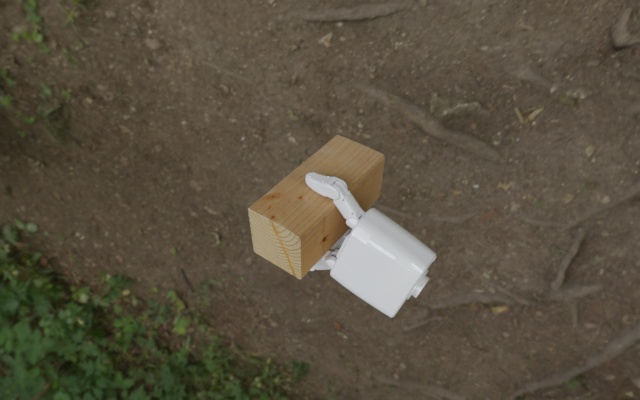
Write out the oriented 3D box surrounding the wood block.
[{"bbox_3d":[0.000,0.002,0.697,0.090,0.091,0.206,27,49,25],"label":"wood block"}]
